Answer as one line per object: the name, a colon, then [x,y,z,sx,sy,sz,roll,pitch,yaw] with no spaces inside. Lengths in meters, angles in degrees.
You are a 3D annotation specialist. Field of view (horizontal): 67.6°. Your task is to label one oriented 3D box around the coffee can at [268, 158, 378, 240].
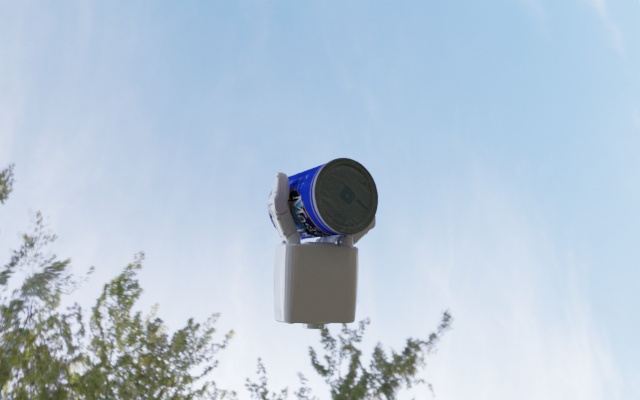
coffee can: [0.000,0.002,0.688,0.103,0.103,0.140,0,-7,-32]
